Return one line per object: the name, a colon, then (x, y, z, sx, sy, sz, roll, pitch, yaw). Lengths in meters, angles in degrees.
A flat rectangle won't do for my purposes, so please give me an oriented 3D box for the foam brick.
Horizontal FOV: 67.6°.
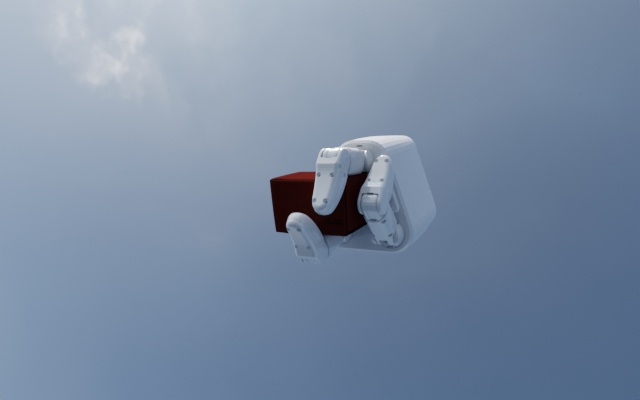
foam brick: (0.000, 0.001, 0.451, 0.078, 0.053, 0.051, 2, 13, 28)
